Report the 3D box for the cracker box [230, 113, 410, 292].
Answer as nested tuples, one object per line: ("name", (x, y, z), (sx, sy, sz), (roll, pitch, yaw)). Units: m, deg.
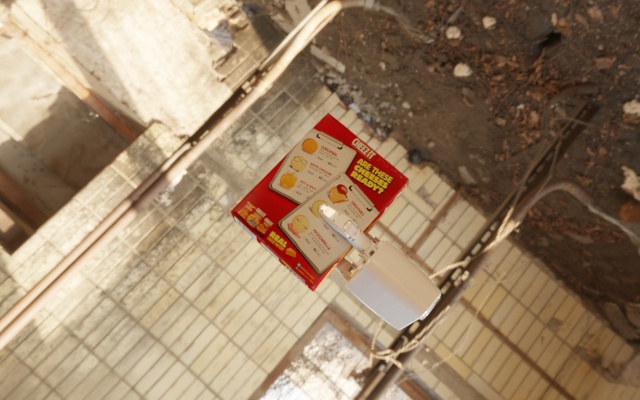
("cracker box", (0.000, 0.002, 0.717), (0.164, 0.213, 0.072), (41, -13, 9))
